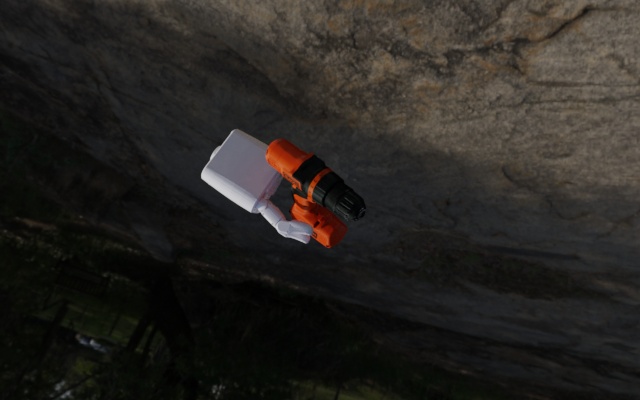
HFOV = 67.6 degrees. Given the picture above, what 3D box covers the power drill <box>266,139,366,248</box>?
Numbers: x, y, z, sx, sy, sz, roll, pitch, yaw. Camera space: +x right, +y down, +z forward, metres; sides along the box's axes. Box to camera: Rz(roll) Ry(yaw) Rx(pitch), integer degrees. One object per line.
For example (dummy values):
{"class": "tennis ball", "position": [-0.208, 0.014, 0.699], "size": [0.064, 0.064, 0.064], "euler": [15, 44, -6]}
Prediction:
{"class": "power drill", "position": [0.000, 0.003, 0.760], "size": [0.184, 0.057, 0.188], "euler": [40, -20, 25]}
